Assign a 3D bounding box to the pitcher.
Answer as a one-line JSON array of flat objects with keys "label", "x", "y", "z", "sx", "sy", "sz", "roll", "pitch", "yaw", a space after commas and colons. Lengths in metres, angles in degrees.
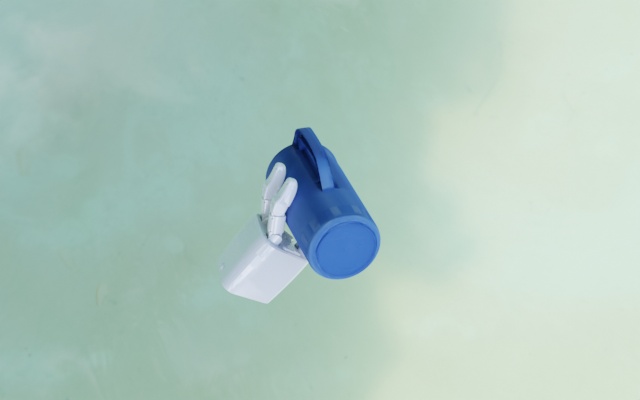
[{"label": "pitcher", "x": 0.000, "y": 0.003, "z": 0.745, "sx": 0.149, "sy": 0.145, "sz": 0.242, "roll": 36, "pitch": 12, "yaw": -32}]
